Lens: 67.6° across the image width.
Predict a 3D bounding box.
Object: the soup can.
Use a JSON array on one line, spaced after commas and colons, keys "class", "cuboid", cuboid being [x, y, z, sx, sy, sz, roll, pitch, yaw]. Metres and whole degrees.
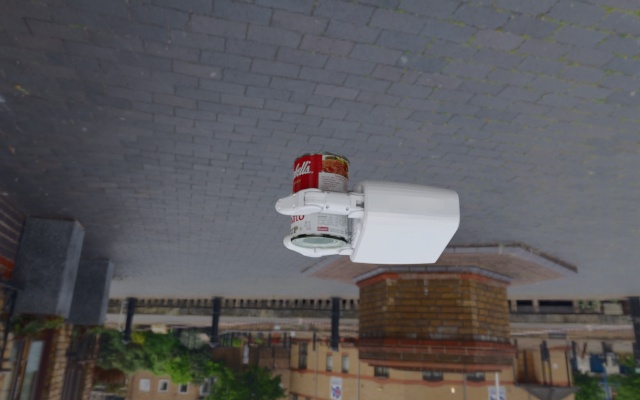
[{"class": "soup can", "cuboid": [0.000, 0.002, 0.565, 0.068, 0.102, 0.068, 2, -18, 1]}]
